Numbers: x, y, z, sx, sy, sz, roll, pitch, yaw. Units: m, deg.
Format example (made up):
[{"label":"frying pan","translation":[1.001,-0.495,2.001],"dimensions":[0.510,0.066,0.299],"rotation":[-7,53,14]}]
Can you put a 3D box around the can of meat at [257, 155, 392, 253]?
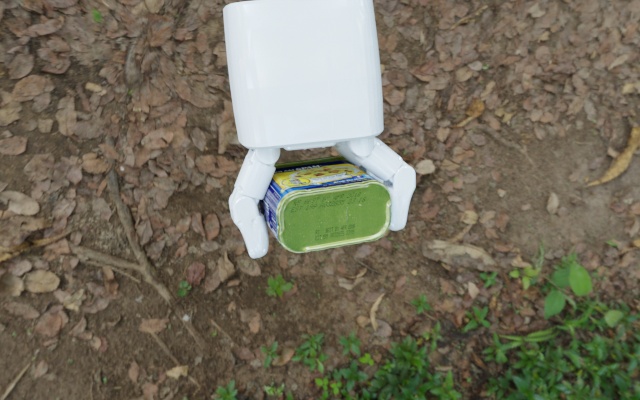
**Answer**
[{"label":"can of meat","translation":[0.000,0.002,0.412],"dimensions":[0.102,0.057,0.084],"rotation":[-9,20,-17]}]
